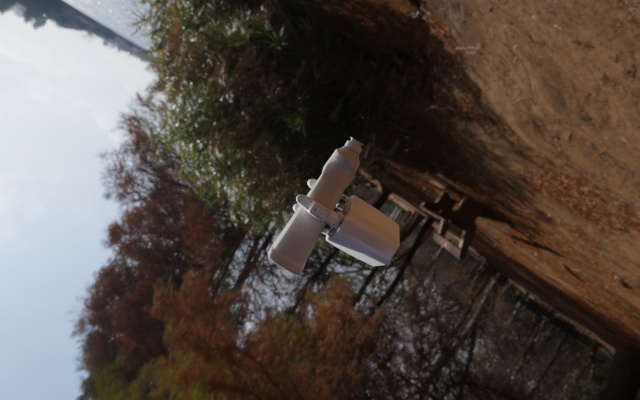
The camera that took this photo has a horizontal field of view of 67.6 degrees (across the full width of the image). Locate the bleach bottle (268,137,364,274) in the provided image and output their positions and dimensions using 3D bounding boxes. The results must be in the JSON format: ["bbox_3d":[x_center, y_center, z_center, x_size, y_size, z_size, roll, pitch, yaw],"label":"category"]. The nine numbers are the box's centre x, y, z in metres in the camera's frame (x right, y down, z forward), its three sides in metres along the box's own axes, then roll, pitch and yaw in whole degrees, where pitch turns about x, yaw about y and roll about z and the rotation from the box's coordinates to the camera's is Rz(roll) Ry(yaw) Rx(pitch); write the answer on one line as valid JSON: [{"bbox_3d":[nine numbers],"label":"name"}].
[{"bbox_3d":[0.000,0.003,0.843,0.068,0.251,0.102,31,5,-3],"label":"bleach bottle"}]
